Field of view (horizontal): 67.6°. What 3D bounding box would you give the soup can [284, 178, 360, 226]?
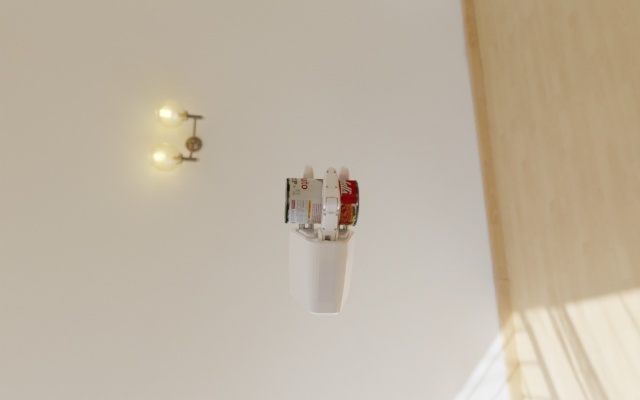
[{"bbox_3d":[0.000,0.002,0.691,0.102,0.068,0.068,2,0,-6],"label":"soup can"}]
